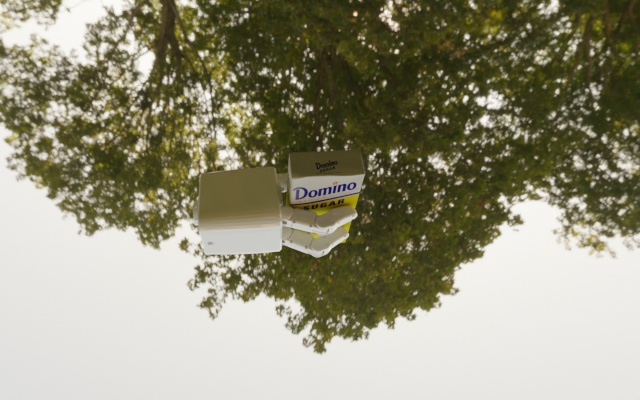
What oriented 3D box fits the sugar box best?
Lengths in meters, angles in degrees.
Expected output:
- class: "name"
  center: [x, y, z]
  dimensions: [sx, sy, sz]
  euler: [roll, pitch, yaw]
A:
- class: "sugar box"
  center: [0.000, 0.003, 0.657]
  dimensions: [0.093, 0.048, 0.176]
  euler: [-4, -31, -8]
